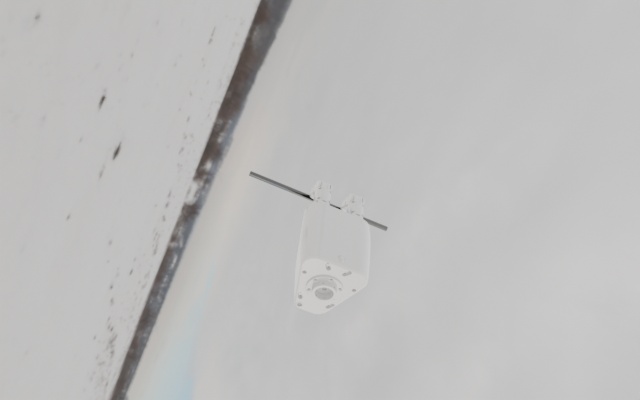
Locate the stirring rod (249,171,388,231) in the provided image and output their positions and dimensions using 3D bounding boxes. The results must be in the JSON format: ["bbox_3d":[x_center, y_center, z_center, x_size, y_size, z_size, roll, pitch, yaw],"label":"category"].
[{"bbox_3d":[0.000,0.003,0.760,0.239,0.011,0.011,22,-5,-13],"label":"stirring rod"}]
